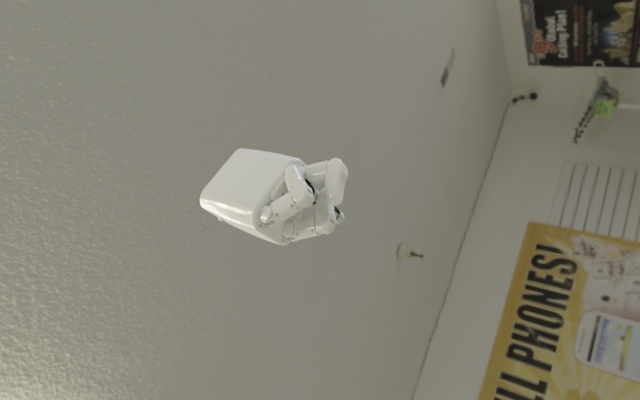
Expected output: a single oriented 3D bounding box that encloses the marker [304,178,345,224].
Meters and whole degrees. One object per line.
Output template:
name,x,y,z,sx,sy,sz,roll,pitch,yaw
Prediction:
marker,0.000,0.002,0.651,0.020,0.020,0.121,0,-24,29
